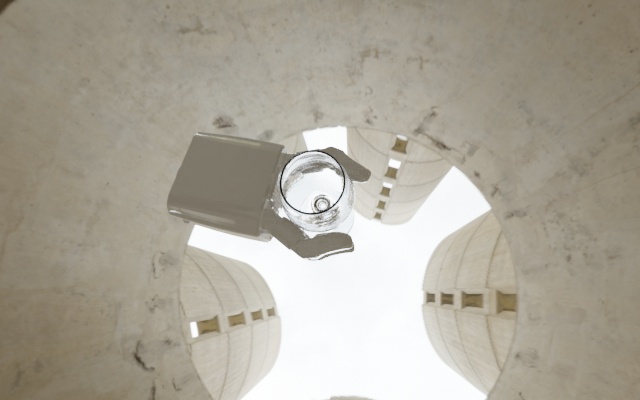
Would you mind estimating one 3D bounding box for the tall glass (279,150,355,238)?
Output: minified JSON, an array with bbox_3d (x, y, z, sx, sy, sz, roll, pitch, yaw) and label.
[{"bbox_3d":[0.000,0.002,0.538,0.079,0.079,0.201,0,-11,4],"label":"tall glass"}]
